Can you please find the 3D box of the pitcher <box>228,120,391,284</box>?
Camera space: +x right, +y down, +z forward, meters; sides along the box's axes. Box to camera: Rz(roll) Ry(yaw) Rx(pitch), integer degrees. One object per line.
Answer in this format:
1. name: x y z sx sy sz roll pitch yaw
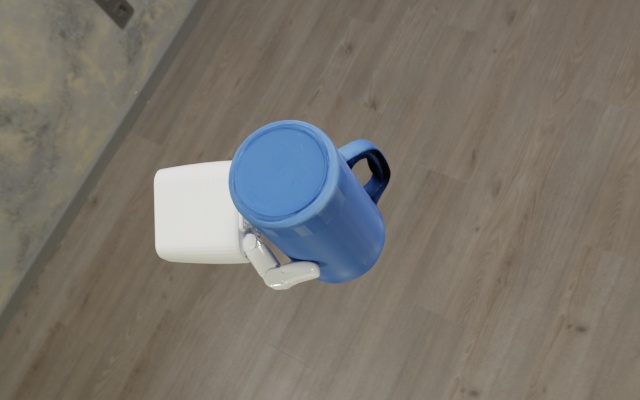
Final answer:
1. pitcher: 0.000 0.002 0.539 0.145 0.149 0.243 -3 -19 14
